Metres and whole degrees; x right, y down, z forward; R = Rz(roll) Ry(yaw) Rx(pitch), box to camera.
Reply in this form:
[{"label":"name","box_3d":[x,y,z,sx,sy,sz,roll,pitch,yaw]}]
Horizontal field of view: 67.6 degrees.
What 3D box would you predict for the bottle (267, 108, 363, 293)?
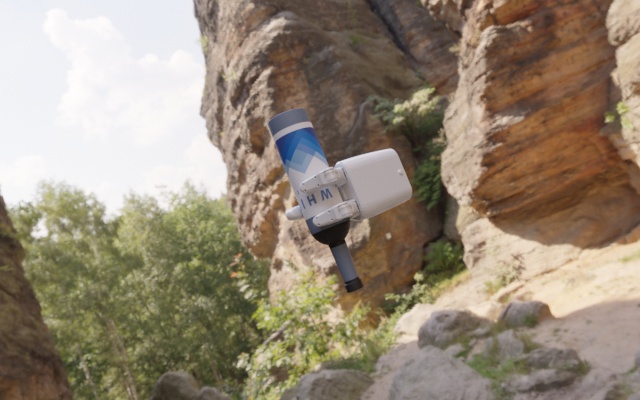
[{"label":"bottle","box_3d":[0.000,0.002,0.753,0.069,0.295,0.069,-22,-5,-2]}]
